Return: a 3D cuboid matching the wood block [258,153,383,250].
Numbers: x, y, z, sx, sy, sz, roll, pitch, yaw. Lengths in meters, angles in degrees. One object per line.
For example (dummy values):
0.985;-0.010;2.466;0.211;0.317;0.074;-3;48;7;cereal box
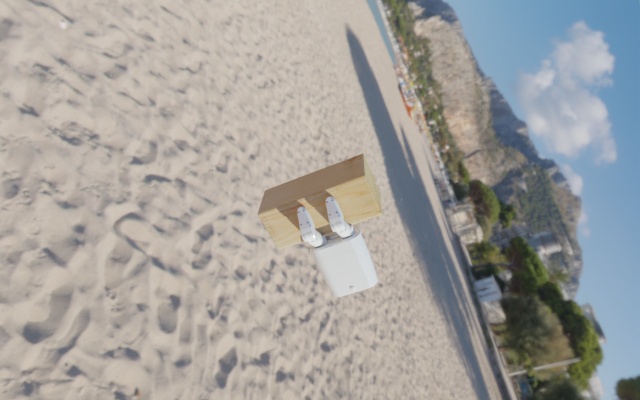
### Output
0.000;0.003;0.882;0.206;0.090;0.090;-20;27;14;wood block
